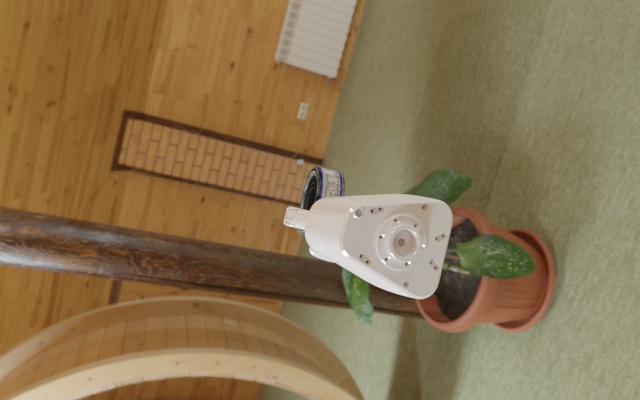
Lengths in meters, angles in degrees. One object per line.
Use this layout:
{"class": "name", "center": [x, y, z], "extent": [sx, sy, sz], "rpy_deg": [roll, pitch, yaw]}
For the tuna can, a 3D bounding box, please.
{"class": "tuna can", "center": [0.000, 0.002, 0.593], "extent": [0.034, 0.086, 0.086], "rpy_deg": [12, -3, -14]}
